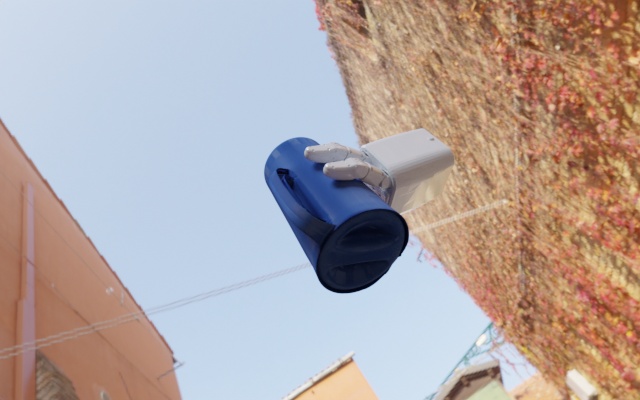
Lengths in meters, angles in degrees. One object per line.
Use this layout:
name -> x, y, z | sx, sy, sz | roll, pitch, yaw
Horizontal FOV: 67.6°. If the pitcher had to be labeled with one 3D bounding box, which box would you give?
pitcher -> 0.000, 0.002, 0.675 | 0.145, 0.149, 0.242 | -20, 40, -16
